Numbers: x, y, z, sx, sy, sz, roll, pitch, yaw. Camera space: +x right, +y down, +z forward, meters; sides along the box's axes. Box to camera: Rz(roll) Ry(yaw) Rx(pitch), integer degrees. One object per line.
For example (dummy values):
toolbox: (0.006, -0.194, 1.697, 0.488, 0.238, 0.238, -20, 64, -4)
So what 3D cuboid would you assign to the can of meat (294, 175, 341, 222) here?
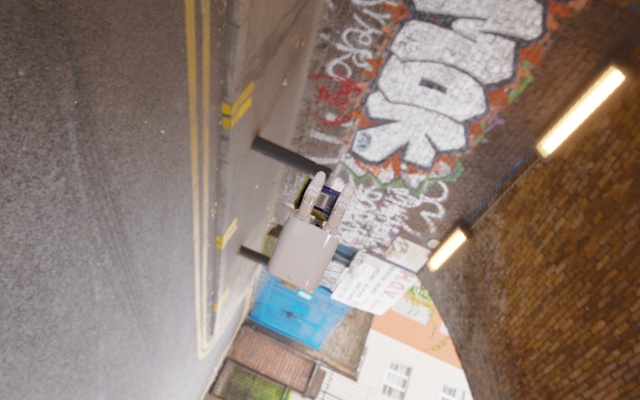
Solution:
can of meat: (0.000, 0.003, 0.883, 0.084, 0.057, 0.102, 25, -10, 2)
